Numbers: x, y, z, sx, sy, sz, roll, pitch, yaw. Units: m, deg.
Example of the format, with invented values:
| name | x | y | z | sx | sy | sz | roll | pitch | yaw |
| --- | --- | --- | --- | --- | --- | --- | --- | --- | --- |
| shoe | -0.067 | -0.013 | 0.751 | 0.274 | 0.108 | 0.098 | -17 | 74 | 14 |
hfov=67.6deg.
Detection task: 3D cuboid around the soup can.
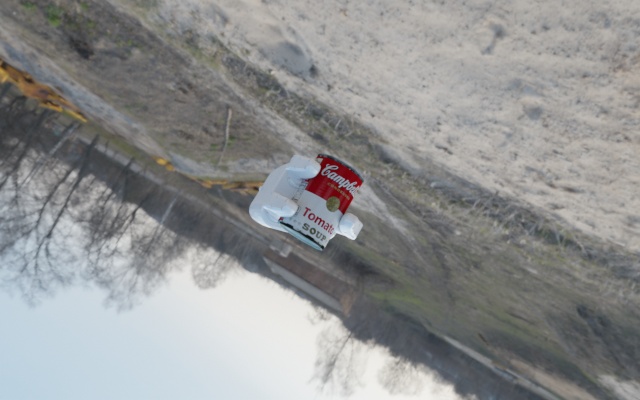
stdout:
| name | x | y | z | sx | sy | sz | roll | pitch | yaw |
| --- | --- | --- | --- | --- | --- | --- | --- | --- | --- |
| soup can | 0.000 | 0.002 | 0.594 | 0.068 | 0.102 | 0.068 | 30 | -10 | 6 |
